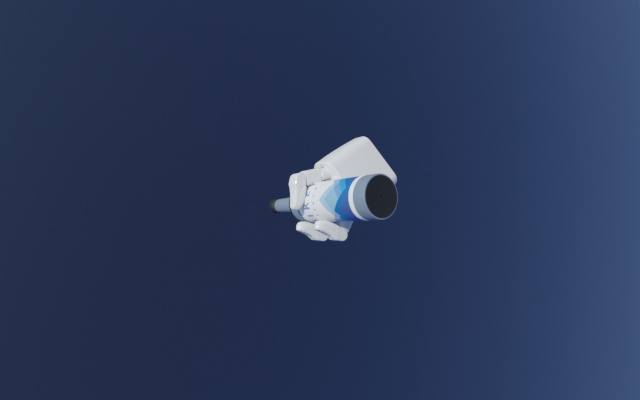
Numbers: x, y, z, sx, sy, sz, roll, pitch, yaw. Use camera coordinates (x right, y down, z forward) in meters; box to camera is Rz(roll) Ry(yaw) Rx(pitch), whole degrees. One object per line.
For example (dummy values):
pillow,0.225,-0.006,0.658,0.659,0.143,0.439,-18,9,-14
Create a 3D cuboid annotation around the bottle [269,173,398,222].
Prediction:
bottle,0.000,0.003,0.794,0.069,0.069,0.296,0,-3,-36
